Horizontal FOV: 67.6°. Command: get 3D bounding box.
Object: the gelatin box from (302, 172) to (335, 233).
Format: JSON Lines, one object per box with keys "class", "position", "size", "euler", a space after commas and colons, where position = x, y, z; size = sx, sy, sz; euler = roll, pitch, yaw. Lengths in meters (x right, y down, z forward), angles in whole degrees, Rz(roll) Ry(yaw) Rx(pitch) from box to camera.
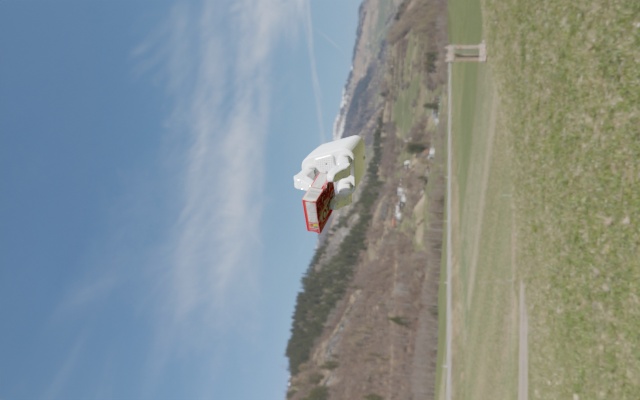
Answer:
{"class": "gelatin box", "position": [0.000, 0.003, 0.861], "size": [0.030, 0.073, 0.089], "euler": [9, 40, 20]}
